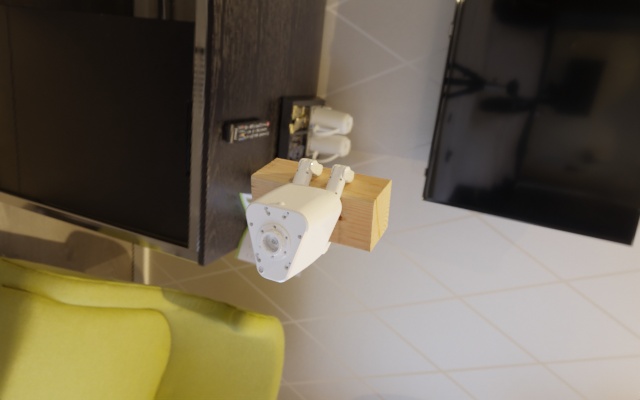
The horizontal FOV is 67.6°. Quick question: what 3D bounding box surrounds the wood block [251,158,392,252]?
[{"bbox_3d":[0.000,0.003,0.774,0.206,0.091,0.090,13,29,21],"label":"wood block"}]
